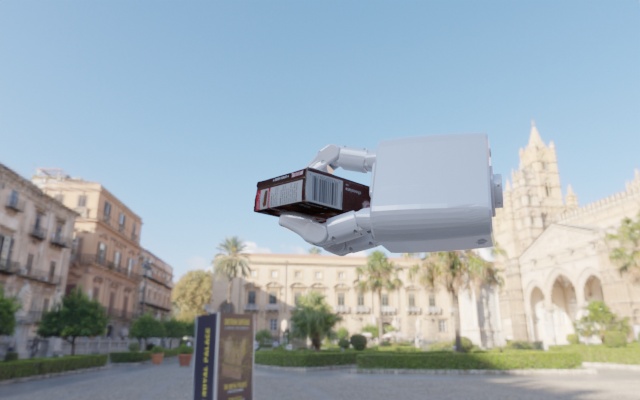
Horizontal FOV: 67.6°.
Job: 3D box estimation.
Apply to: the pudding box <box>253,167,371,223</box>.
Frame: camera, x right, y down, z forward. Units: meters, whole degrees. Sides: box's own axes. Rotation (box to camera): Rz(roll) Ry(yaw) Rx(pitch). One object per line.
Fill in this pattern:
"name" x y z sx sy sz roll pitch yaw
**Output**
"pudding box" 0.000 0.001 0.511 0.113 0.039 0.090 17 -19 -38
